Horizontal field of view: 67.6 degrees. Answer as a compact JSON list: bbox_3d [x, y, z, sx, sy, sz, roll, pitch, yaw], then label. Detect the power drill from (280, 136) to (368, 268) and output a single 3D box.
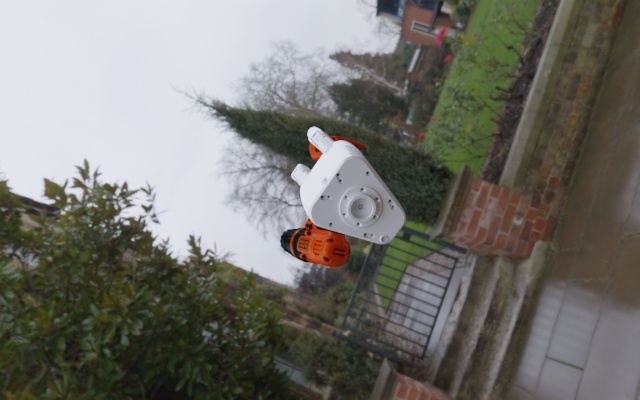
[{"bbox_3d":[0.000,0.002,0.722,0.057,0.187,0.184,13,-4,-28],"label":"power drill"}]
